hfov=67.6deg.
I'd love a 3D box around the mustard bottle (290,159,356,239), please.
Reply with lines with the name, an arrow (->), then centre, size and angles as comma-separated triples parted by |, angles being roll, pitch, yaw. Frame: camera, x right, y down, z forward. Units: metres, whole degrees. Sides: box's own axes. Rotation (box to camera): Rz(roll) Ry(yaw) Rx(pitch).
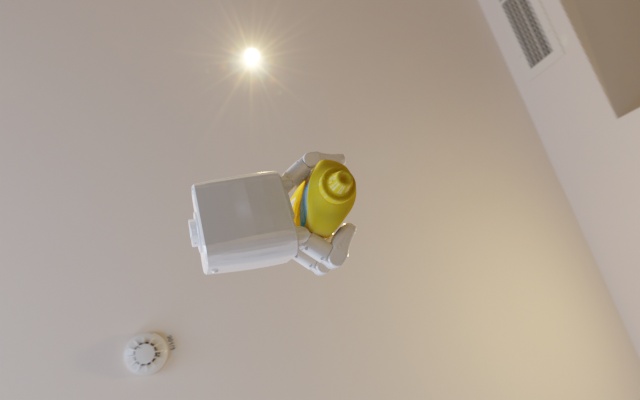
mustard bottle -> 0.000, 0.002, 0.595 | 0.058, 0.096, 0.192 | 16, -20, -11
